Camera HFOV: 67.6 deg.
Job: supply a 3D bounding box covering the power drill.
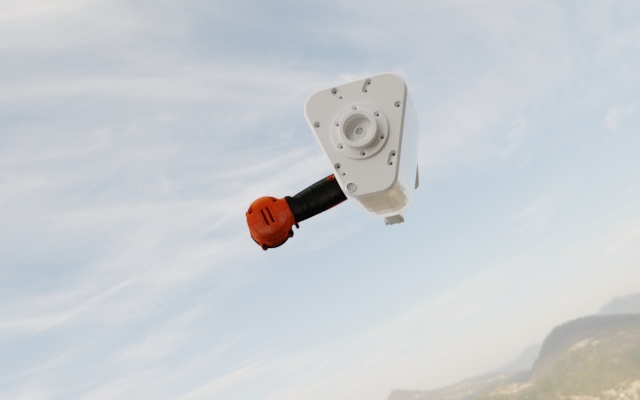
[{"bbox_3d":[0.000,0.002,0.580,0.187,0.057,0.184,-28,-5,-8],"label":"power drill"}]
